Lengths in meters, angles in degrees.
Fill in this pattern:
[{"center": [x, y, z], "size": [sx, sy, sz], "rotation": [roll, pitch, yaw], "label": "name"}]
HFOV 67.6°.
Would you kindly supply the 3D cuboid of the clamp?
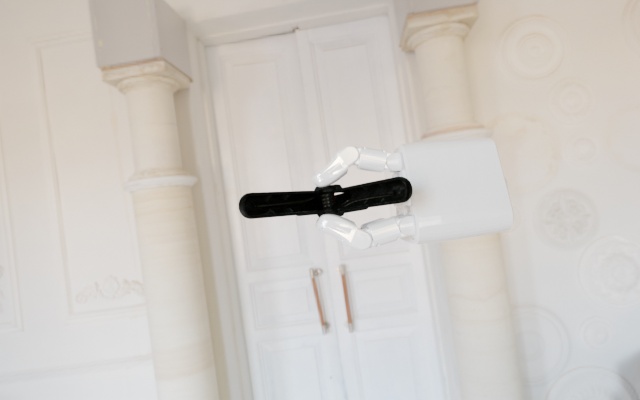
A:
[{"center": [0.000, 0.001, 0.536], "size": [0.164, 0.036, 0.210], "rotation": [-5, -3, -3], "label": "clamp"}]
